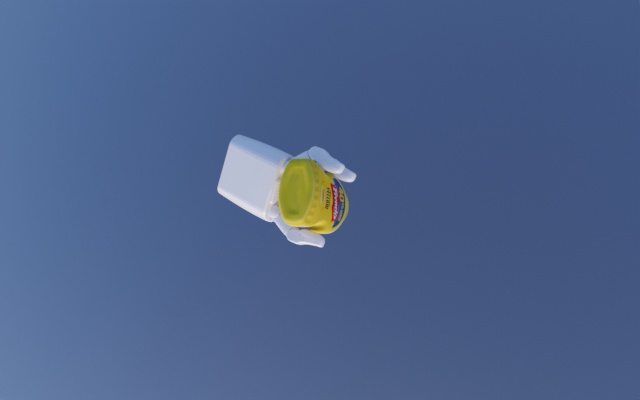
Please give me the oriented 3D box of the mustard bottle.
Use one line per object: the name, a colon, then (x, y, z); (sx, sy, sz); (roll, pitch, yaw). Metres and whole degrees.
mustard bottle: (0.000, 0.002, 0.750); (0.058, 0.096, 0.192); (0, -10, 22)
